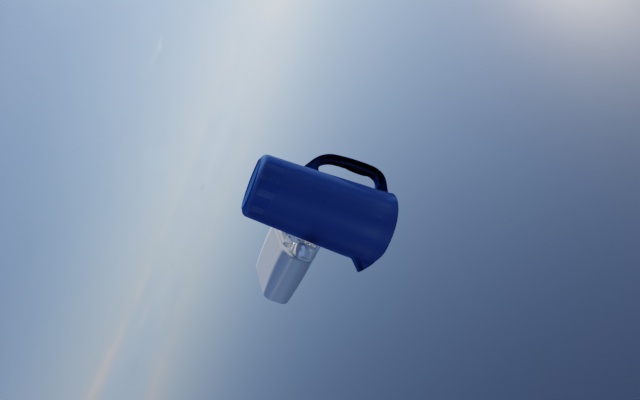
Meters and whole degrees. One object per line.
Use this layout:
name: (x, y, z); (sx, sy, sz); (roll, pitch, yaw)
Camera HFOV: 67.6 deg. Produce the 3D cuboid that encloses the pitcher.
pitcher: (0.000, 0.003, 0.805); (0.243, 0.145, 0.149); (20, 26, -13)
